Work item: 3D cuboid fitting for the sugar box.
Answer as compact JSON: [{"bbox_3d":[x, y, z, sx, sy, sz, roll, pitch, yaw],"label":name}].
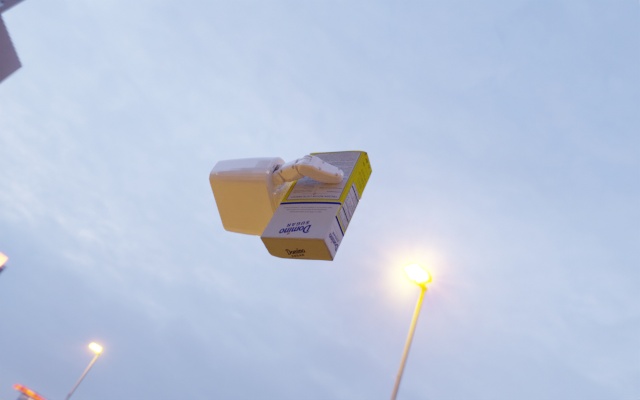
[{"bbox_3d":[0.000,0.002,0.639,0.093,0.048,0.176,0,44,28],"label":"sugar box"}]
